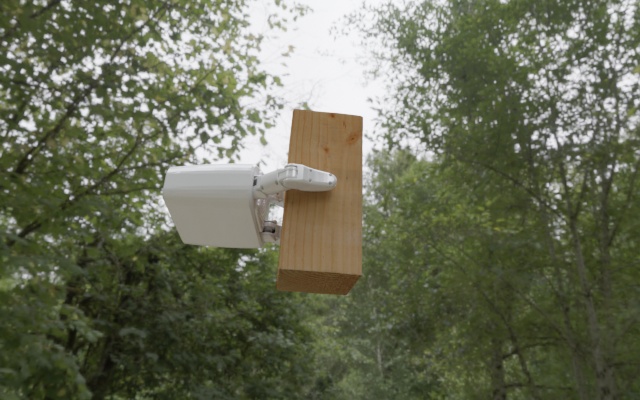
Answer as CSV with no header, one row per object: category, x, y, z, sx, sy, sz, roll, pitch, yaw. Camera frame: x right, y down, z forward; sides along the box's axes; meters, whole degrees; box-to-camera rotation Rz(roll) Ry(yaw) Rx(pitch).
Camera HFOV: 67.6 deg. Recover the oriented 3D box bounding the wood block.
wood block,0.000,0.002,0.585,0.090,0.206,0.091,5,-25,-5
